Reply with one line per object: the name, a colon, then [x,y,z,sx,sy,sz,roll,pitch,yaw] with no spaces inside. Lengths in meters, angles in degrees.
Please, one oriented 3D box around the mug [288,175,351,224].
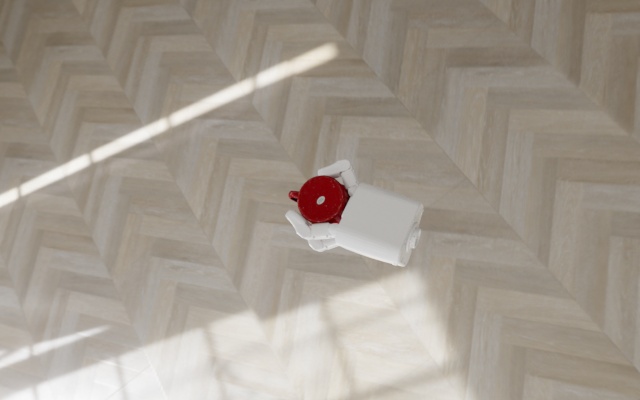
mug: [-0.001,0.002,0.809,0.117,0.093,0.081,16,-8,21]
